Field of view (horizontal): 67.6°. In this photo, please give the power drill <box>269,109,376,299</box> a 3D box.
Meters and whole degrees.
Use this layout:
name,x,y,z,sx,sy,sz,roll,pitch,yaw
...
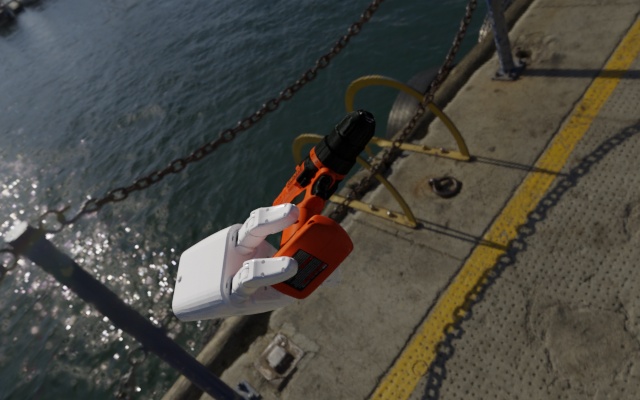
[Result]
name,x,y,z,sx,sy,sz,roll,pitch,yaw
power drill,0.000,0.002,0.531,0.057,0.184,0.187,30,32,-15
